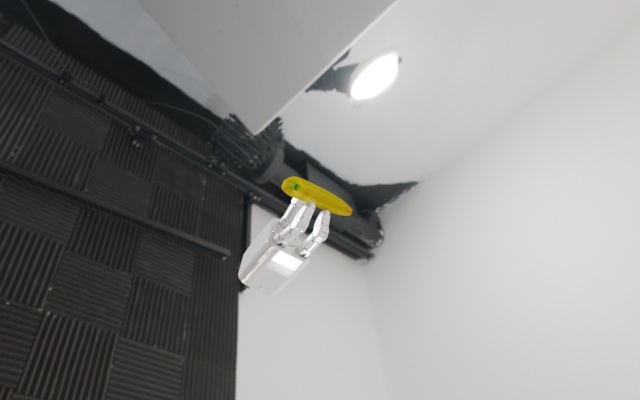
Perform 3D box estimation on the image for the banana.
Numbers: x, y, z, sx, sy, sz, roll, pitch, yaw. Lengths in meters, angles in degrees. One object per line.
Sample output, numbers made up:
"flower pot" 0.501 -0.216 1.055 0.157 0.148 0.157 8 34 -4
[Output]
"banana" -0.014 -0.008 0.880 0.069 0.037 0.198 39 10 34
